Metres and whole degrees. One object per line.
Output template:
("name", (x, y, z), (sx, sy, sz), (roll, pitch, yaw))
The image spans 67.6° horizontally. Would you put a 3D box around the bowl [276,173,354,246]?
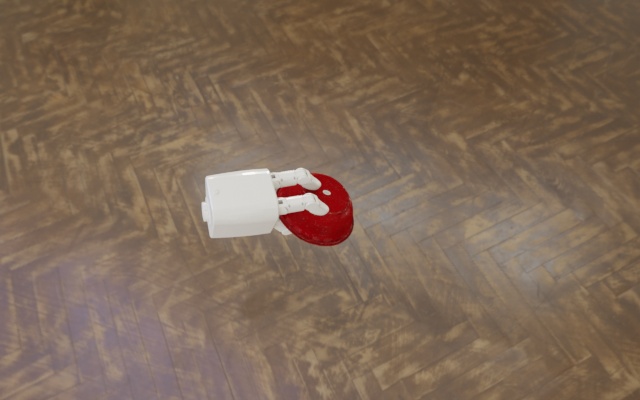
("bowl", (0.001, 0.002, 0.880), (0.162, 0.162, 0.055), (0, -37, -30))
